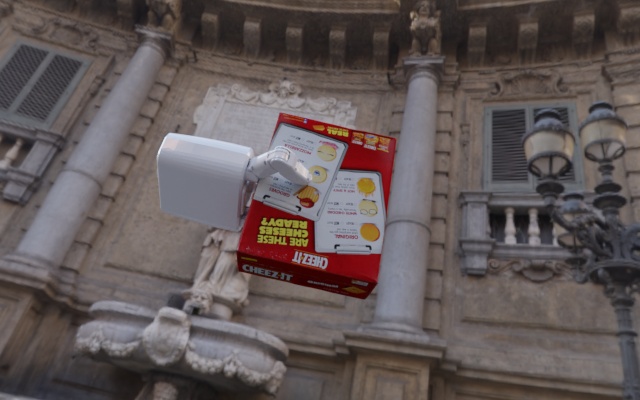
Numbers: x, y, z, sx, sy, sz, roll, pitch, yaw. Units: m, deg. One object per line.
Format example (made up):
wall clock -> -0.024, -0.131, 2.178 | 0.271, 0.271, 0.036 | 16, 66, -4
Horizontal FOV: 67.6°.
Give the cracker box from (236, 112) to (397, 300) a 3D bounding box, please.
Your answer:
cracker box -> 0.000, 0.002, 0.608 | 0.164, 0.213, 0.072 | 13, -32, 0
